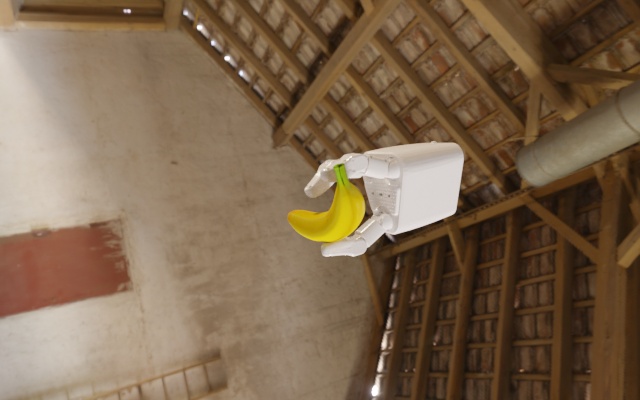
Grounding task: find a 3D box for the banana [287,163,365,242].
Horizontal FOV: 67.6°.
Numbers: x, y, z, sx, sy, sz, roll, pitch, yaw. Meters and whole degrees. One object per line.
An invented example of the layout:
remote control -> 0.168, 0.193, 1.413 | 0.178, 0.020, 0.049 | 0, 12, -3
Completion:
banana -> 0.008, 0.018, 0.583 | 0.037, 0.069, 0.198 | -18, -11, -26
